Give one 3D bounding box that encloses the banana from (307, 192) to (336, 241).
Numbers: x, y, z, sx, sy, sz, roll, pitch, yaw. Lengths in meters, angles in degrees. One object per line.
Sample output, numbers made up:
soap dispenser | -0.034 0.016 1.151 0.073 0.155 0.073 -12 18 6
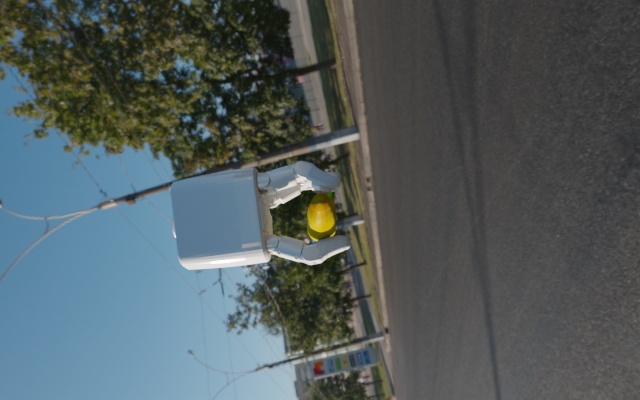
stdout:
banana | 0.001 0.020 0.618 0.037 0.069 0.198 -2 4 3
